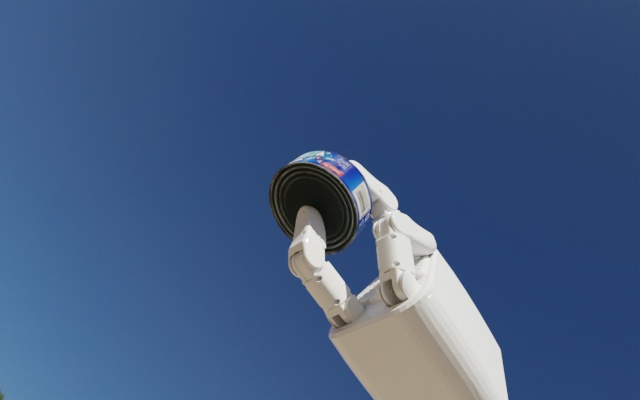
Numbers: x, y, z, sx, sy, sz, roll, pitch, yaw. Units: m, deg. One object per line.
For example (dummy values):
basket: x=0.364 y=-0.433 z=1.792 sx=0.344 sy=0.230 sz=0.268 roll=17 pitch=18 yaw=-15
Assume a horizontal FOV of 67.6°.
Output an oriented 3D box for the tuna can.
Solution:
tuna can: x=0.000 y=0.001 z=0.409 sx=0.086 sy=0.086 sz=0.033 roll=0 pitch=25 yaw=33
